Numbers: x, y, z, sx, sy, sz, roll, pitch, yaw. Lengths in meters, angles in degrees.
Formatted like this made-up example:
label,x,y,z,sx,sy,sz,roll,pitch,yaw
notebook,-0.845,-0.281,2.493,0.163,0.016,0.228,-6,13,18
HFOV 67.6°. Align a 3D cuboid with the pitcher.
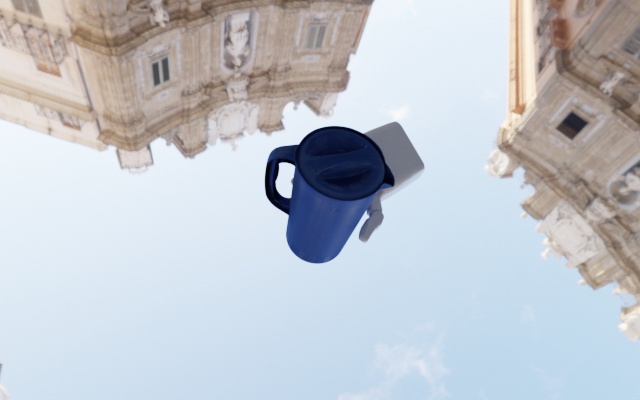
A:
label,x,y,z,sx,sy,sz,roll,pitch,yaw
pitcher,0.000,0.002,0.769,0.145,0.149,0.243,-29,-22,-27
